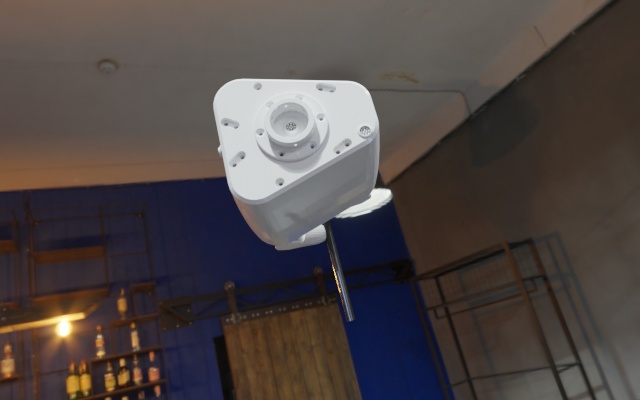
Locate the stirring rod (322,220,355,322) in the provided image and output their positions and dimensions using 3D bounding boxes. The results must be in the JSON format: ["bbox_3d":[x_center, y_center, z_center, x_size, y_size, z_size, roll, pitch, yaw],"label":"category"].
[{"bbox_3d":[0.000,0.002,0.482,0.011,0.239,0.011,-13,-18,-4],"label":"stirring rod"}]
